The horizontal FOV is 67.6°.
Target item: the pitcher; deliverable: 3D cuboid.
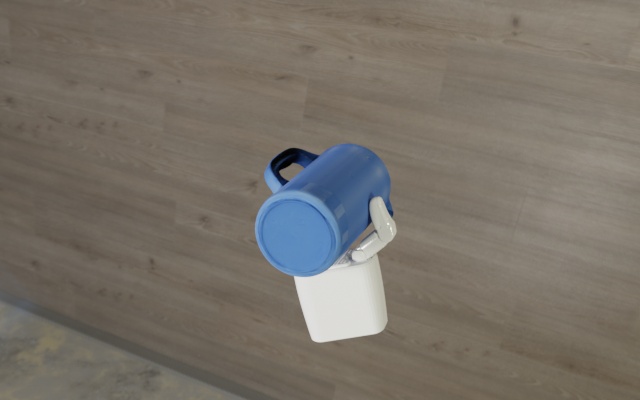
[{"bbox_3d":[0.000,0.002,0.652,0.149,0.145,0.242,-8,13,21],"label":"pitcher"}]
